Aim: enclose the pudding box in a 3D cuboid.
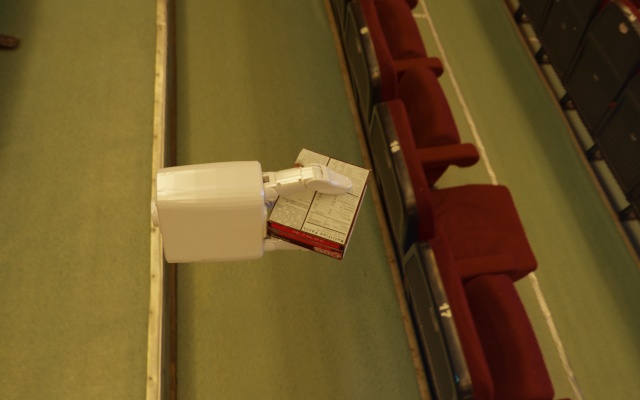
[{"bbox_3d":[0.000,0.002,0.541,0.090,0.113,0.039,19,-32,5],"label":"pudding box"}]
